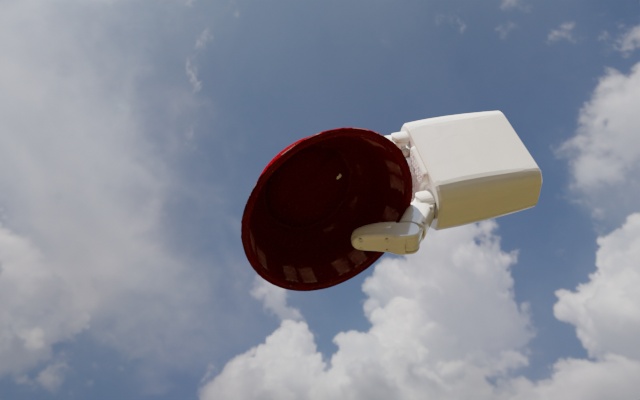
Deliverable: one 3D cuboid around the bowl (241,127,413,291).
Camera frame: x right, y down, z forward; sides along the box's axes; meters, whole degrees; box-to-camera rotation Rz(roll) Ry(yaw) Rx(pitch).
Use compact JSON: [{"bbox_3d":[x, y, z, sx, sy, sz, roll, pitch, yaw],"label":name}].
[{"bbox_3d":[-0.001,0.001,0.427,0.162,0.162,0.055,0,29,-29],"label":"bowl"}]
